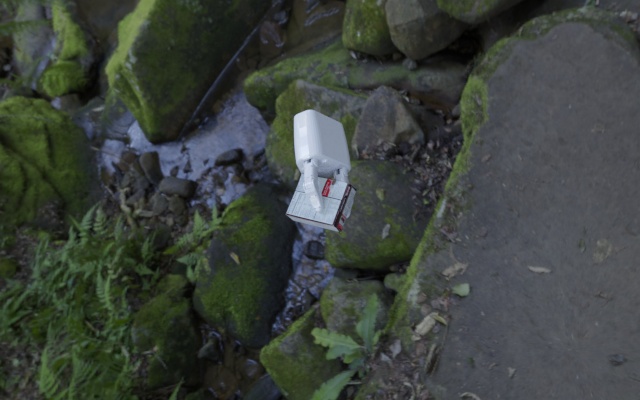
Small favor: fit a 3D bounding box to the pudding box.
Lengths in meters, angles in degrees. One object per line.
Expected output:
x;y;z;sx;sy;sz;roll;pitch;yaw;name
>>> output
0.000;0.003;0.899;0.113;0.090;0.039;12;-15;33;pudding box
